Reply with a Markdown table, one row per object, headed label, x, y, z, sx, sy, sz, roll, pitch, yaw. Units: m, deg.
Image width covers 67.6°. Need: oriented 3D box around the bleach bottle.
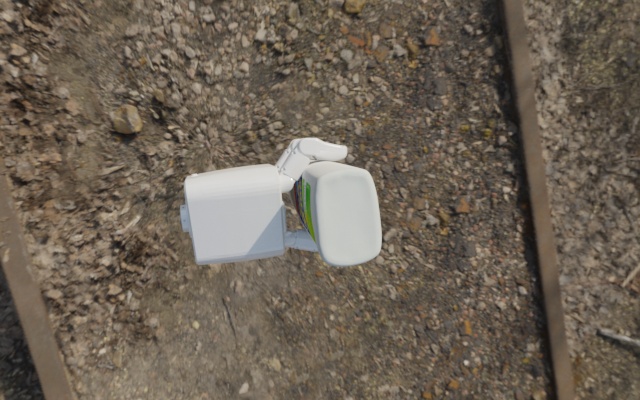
| label | x | y | z | sx | sy | sz | roll | pitch | yaw |
| --- | --- | --- | --- | --- | --- | --- | --- | --- | --- |
| bleach bottle | 0.000 | 0.002 | 0.590 | 0.068 | 0.102 | 0.251 | -8 | 8 | -12 |
